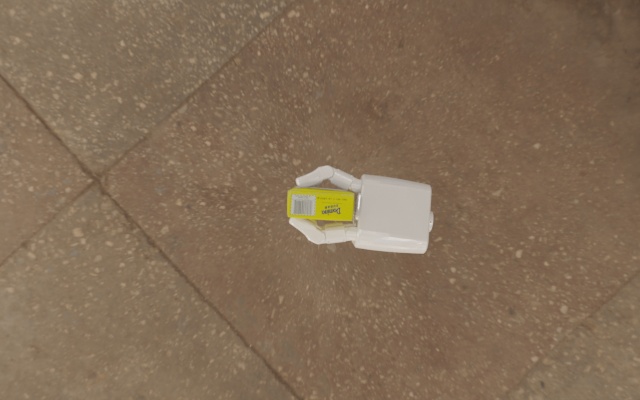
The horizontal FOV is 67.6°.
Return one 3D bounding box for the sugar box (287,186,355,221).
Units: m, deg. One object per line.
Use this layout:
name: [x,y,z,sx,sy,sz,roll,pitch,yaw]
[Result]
sugar box: [0.000,0.003,0.741,0.093,0.048,0.176,4,0,0]
